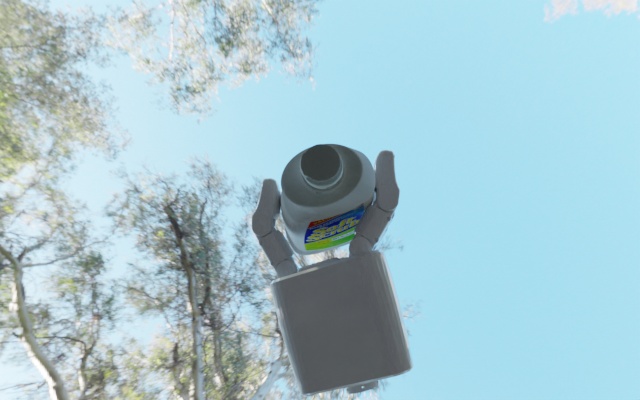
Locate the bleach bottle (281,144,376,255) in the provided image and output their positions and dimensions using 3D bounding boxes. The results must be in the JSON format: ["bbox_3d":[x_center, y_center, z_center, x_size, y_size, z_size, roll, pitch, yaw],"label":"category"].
[{"bbox_3d":[0.000,0.001,0.462,0.102,0.068,0.251,-15,-13,0],"label":"bleach bottle"}]
